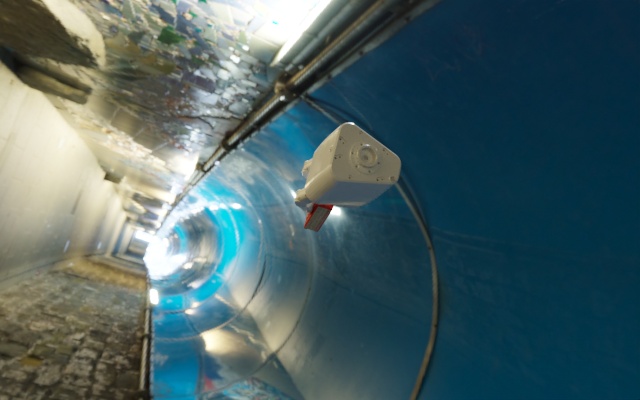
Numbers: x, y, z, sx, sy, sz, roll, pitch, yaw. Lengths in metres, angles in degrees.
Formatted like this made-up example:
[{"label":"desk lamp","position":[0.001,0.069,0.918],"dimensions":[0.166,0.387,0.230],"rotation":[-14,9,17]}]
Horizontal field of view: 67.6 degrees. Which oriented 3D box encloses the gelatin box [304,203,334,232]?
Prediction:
[{"label":"gelatin box","position":[0.000,0.003,0.844],"dimensions":[0.030,0.073,0.089],"rotation":[17,-34,-10]}]
